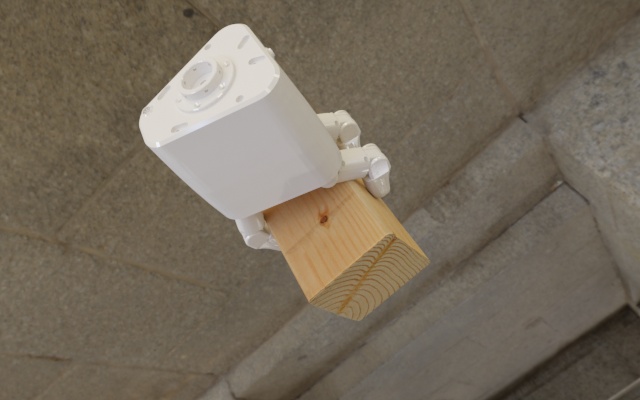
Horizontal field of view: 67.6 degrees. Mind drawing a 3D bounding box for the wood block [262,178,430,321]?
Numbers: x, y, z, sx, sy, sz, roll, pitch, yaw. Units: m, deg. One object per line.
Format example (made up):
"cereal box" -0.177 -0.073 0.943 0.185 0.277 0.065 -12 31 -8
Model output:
"wood block" 0.000 0.002 0.468 0.091 0.206 0.090 -42 -39 12
